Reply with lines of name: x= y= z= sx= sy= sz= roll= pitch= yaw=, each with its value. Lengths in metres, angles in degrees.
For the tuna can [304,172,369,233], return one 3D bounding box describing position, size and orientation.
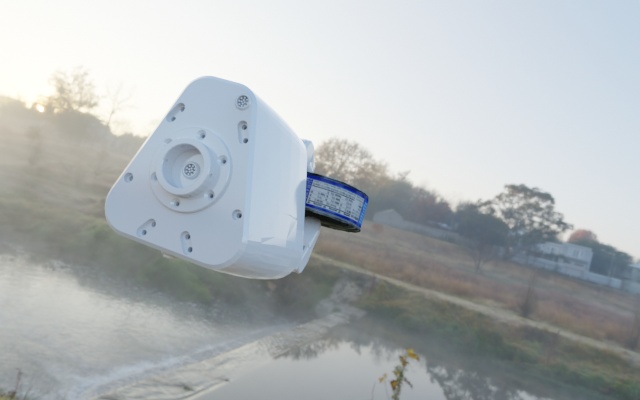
tuna can: x=0.000 y=0.001 z=0.442 sx=0.086 sy=0.033 sz=0.086 roll=17 pitch=-9 yaw=3
